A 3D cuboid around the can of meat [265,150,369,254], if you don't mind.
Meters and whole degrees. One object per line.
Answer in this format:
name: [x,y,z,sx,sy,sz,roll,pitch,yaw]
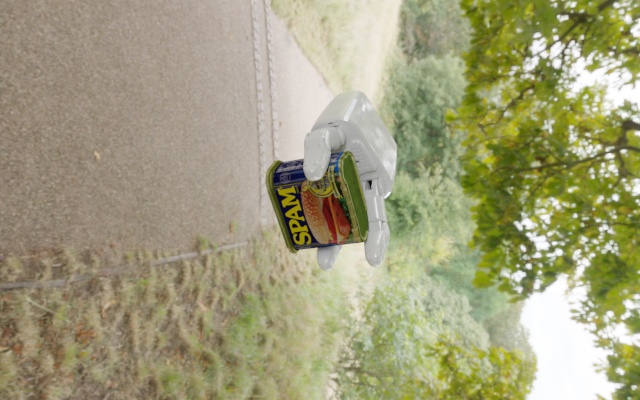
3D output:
can of meat: [0.000,0.002,0.507,0.084,0.102,0.057,-8,24,19]
